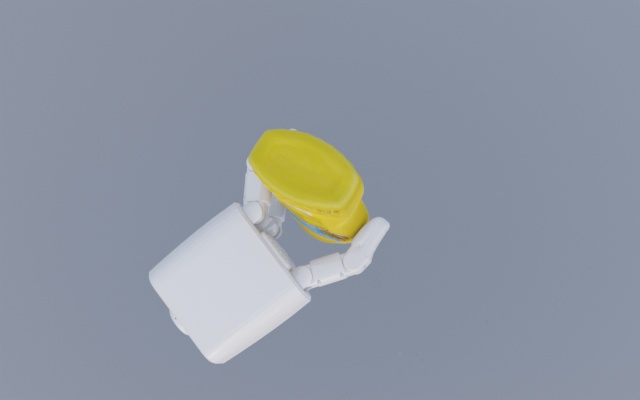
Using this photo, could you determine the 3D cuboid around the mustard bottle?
[{"bbox_3d":[0.000,0.001,0.466,0.096,0.058,0.192,26,-11,16],"label":"mustard bottle"}]
